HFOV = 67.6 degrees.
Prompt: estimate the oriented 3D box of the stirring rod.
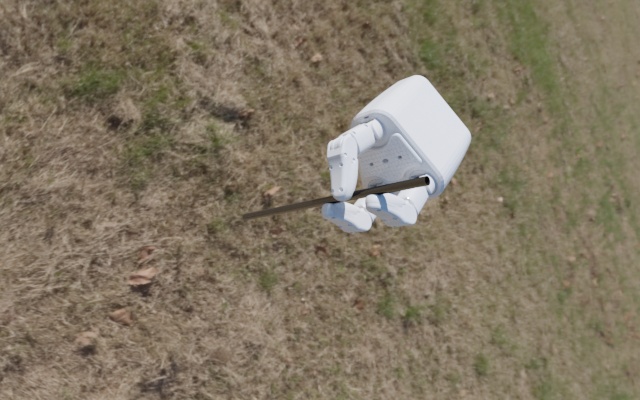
[{"bbox_3d":[0.000,0.001,0.467,0.239,0.011,0.011,-11,-8,43],"label":"stirring rod"}]
